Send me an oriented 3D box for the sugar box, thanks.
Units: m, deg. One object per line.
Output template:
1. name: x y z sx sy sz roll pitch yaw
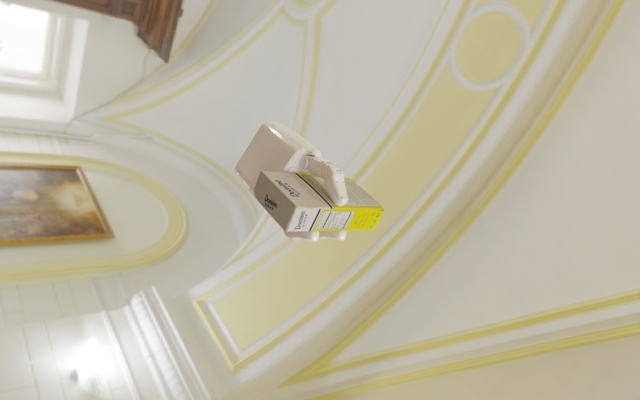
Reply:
1. sugar box: 0.000 0.003 0.684 0.176 0.048 0.093 0 33 -42
